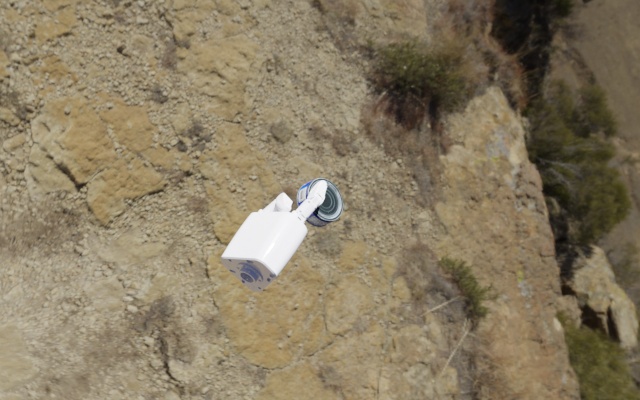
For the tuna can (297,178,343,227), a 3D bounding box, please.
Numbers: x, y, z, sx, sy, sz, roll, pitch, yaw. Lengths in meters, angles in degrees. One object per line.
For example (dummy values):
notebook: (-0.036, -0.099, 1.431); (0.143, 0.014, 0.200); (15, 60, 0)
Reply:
tuna can: (0.001, 0.003, 0.875); (0.086, 0.086, 0.034); (0, -18, -41)
